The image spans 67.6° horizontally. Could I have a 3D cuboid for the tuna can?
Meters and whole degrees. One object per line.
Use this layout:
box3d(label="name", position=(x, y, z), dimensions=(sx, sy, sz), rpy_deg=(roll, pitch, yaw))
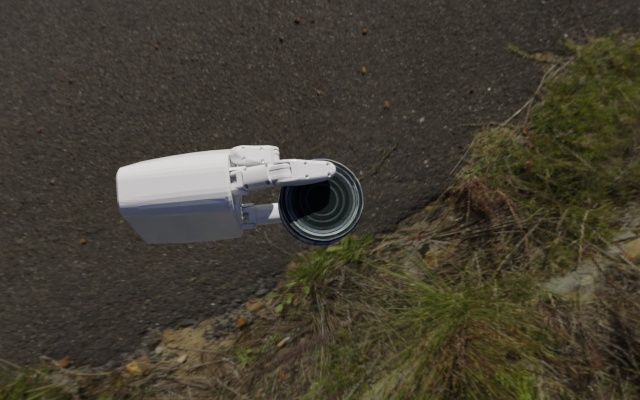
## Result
box3d(label="tuna can", position=(0.000, 0.001, 0.483), dimensions=(0.086, 0.086, 0.034), rpy_deg=(0, -11, -6))
